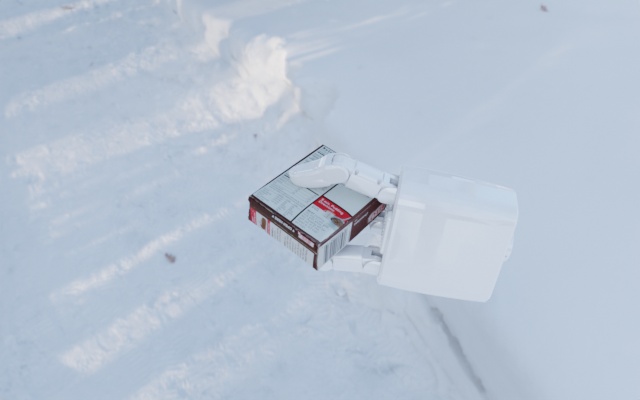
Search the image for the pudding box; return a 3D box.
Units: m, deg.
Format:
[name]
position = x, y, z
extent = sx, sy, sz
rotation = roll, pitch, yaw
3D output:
[pudding box]
position = 0.000, 0.001, 0.464
extent = 0.090, 0.039, 0.113
rotation = 33, 49, 24
